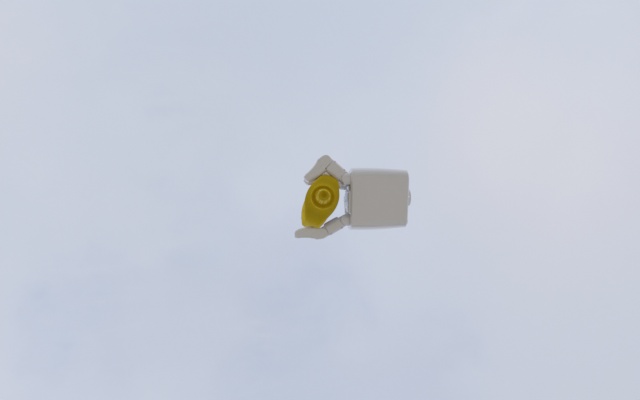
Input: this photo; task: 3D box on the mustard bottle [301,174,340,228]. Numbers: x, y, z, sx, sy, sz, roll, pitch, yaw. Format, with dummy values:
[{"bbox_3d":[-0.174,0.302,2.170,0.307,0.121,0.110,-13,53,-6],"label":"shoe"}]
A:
[{"bbox_3d":[0.000,0.003,0.870,0.058,0.096,0.191,25,-7,-1],"label":"mustard bottle"}]
